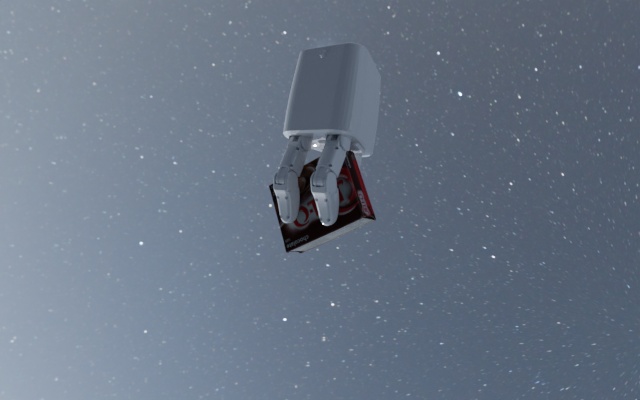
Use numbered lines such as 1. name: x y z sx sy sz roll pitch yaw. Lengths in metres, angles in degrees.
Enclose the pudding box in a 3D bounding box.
1. pudding box: 0.000 0.002 0.564 0.113 0.090 0.039 -28 -23 29
